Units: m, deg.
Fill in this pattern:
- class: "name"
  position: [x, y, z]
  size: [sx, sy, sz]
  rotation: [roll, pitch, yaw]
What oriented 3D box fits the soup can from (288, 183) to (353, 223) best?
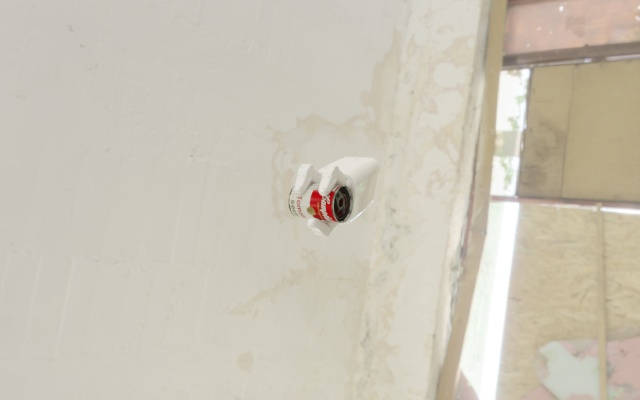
- class: "soup can"
  position: [0.000, 0.003, 0.885]
  size: [0.102, 0.068, 0.068]
  rotation: [5, 3, 34]
